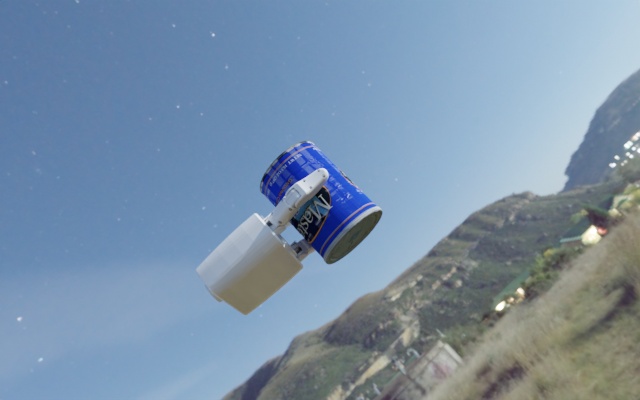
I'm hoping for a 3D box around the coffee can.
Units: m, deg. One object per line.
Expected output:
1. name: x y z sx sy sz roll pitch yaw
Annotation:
1. coffee can: 0.000 0.002 0.656 0.140 0.103 0.103 46 18 18
